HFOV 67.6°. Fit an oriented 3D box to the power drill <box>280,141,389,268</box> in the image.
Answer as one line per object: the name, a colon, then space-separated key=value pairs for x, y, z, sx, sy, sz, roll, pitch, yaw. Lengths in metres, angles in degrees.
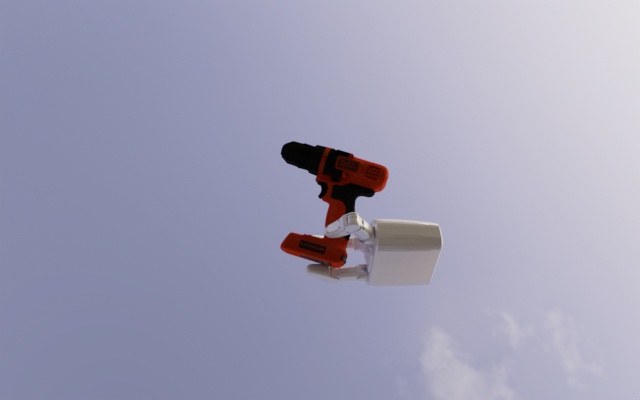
power drill: x=0.000 y=0.003 z=0.773 sx=0.184 sy=0.187 sz=0.057 roll=17 pitch=-13 yaw=11
